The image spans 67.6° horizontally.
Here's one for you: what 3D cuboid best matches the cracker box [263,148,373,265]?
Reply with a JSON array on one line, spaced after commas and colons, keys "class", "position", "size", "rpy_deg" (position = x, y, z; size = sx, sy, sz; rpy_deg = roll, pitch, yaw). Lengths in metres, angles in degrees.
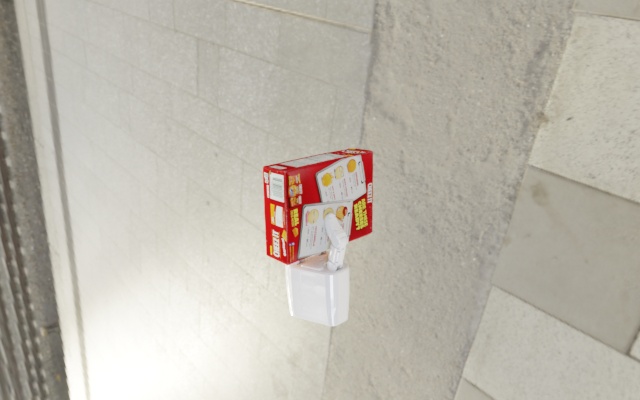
[{"class": "cracker box", "position": [0.000, 0.003, 0.856], "size": [0.213, 0.164, 0.072], "rpy_deg": [-17, 23, -41]}]
